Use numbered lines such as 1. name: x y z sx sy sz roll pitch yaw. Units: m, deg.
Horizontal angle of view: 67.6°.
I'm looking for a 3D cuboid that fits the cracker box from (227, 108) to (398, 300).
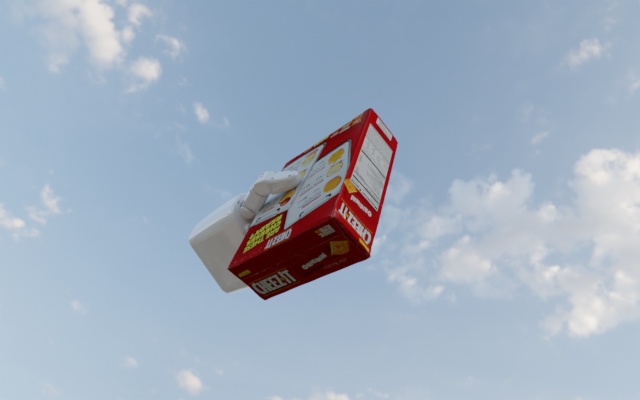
1. cracker box: 0.000 0.002 0.578 0.164 0.072 0.213 -29 26 35
